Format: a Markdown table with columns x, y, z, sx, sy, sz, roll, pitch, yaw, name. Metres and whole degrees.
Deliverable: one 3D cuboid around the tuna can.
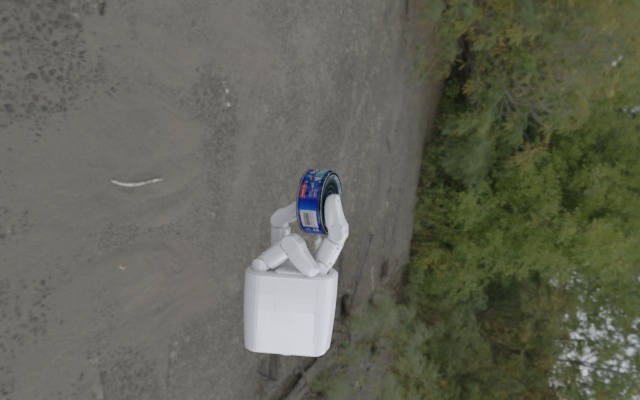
| x | y | z | sx | sy | sz | roll | pitch | yaw | name |
| --- | --- | --- | --- | --- | --- | --- | --- | --- | --- |
| 0.001 | 0.002 | 0.627 | 0.034 | 0.086 | 0.086 | 4 | 1 | 21 | tuna can |
